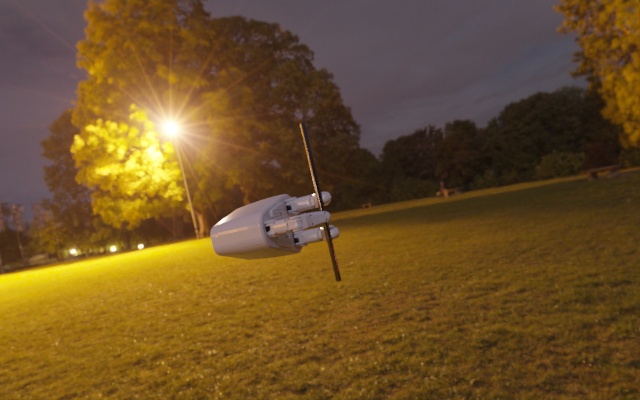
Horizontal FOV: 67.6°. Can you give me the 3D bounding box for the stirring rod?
[{"bbox_3d":[0.000,0.002,0.710,0.011,0.239,0.011,-13,-1,0],"label":"stirring rod"}]
